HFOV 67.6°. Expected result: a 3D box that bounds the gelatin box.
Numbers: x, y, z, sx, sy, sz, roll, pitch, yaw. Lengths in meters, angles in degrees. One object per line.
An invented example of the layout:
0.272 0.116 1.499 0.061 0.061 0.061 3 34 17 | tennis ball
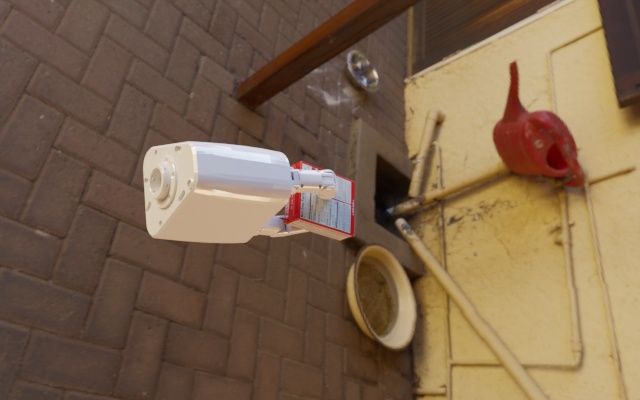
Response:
0.001 0.002 0.572 0.089 0.073 0.030 18 -28 -34 | gelatin box
